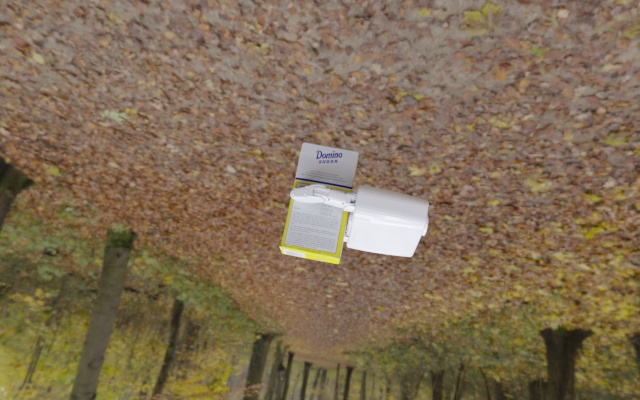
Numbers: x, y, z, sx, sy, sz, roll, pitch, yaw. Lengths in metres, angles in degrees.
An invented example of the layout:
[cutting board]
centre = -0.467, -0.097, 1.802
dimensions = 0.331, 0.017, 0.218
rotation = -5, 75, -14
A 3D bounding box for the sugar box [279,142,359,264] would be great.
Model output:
[sugar box]
centre = 0.000, 0.003, 0.746
dimensions = 0.093, 0.176, 0.048
rotation = 11, -20, 3
